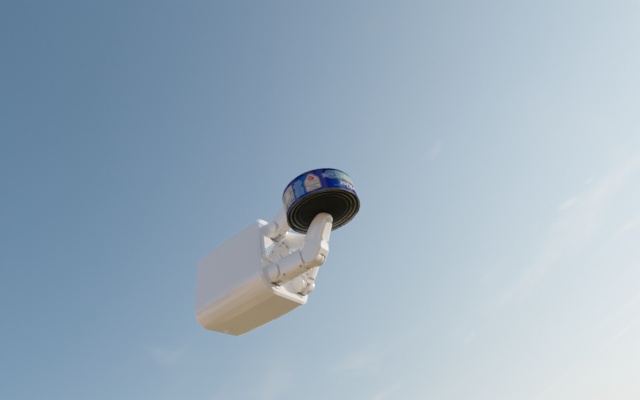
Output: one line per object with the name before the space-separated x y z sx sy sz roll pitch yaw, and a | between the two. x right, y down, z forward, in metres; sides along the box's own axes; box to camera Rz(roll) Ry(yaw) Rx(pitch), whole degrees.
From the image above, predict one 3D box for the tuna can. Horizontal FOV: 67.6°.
tuna can | 0.000 0.001 0.548 0.086 0.033 0.086 -11 -35 -8
